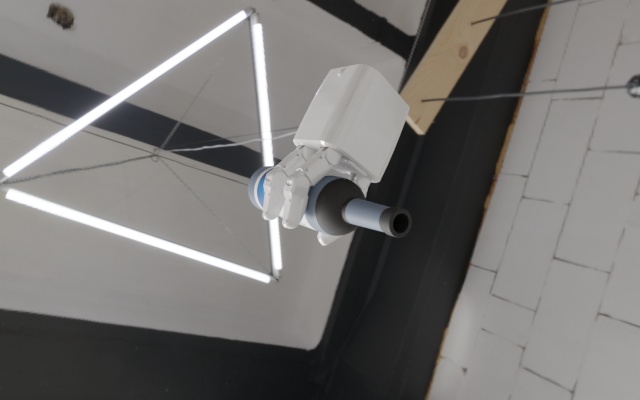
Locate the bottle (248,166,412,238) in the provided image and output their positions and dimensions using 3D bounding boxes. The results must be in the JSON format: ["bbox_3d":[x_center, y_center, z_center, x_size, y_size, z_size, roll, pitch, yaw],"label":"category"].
[{"bbox_3d":[0.000,0.002,0.567,0.069,0.069,0.295,0,8,-31],"label":"bottle"}]
